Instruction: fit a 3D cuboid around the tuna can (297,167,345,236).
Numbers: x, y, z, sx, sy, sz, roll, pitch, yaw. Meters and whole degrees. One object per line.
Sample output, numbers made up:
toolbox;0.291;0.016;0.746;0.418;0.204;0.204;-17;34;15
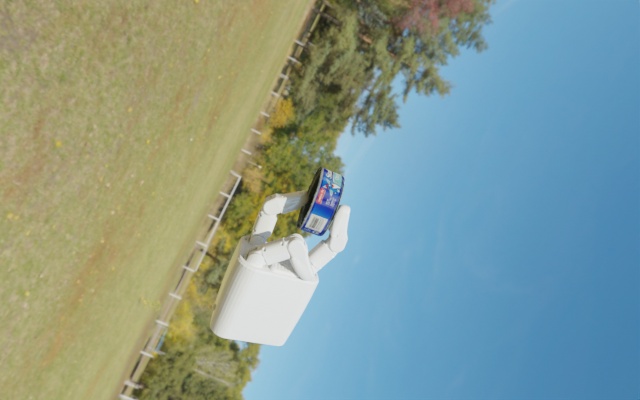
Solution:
tuna can;0.001;0.002;0.617;0.034;0.086;0.086;21;-3;-8
